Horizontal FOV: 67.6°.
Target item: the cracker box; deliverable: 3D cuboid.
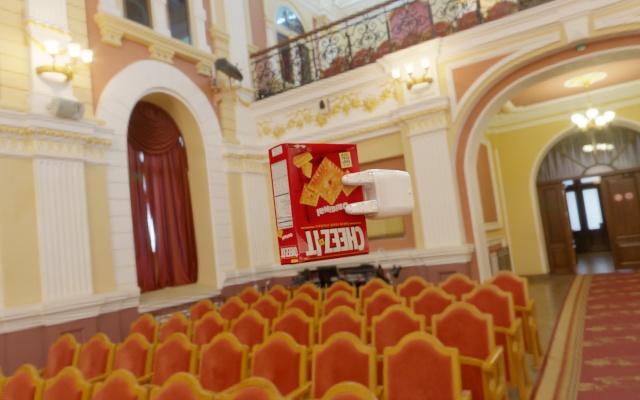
[{"bbox_3d":[0.000,0.003,0.879,0.164,0.213,0.072,-3,-6,-36],"label":"cracker box"}]
